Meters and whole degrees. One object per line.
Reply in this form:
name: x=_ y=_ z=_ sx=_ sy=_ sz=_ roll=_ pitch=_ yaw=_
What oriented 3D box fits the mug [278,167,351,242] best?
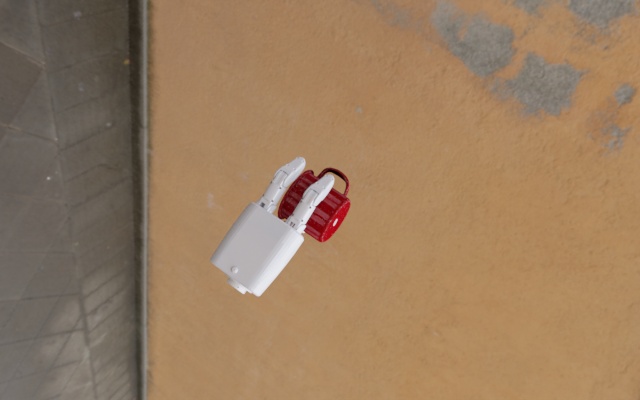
mug: x=0.001 y=0.001 z=0.748 sx=0.081 sy=0.117 sz=0.093 roll=34 pitch=-11 yaw=15
